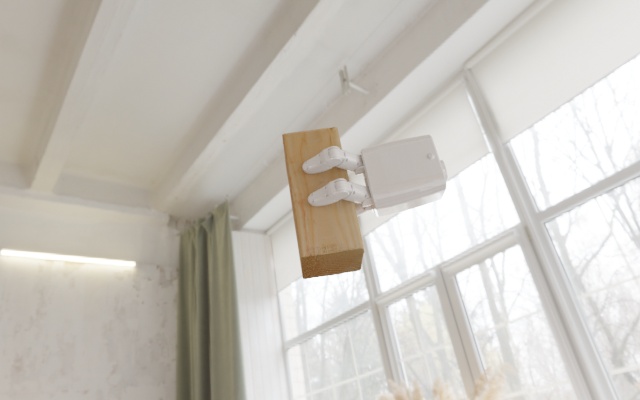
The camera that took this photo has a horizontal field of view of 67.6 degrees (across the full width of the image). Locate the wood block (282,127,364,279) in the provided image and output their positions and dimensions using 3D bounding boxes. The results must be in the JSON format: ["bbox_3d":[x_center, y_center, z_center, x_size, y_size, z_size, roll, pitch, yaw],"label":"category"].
[{"bbox_3d":[0.000,0.002,0.724,0.090,0.206,0.091,-8,-29,-3],"label":"wood block"}]
